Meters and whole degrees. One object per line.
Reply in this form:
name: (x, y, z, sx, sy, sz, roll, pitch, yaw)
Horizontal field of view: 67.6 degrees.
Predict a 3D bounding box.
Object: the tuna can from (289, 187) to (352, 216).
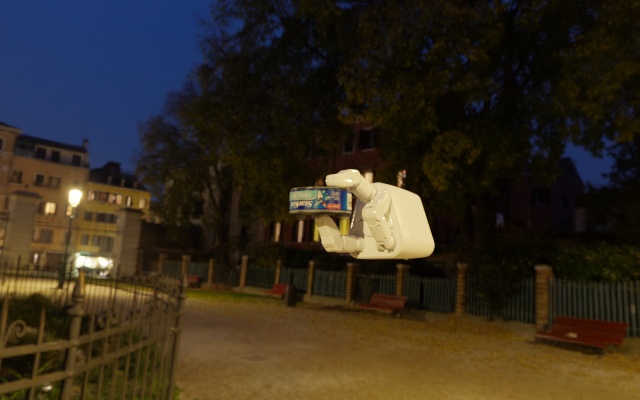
tuna can: (0.000, 0.002, 0.654, 0.086, 0.033, 0.086, 1, -5, 0)
